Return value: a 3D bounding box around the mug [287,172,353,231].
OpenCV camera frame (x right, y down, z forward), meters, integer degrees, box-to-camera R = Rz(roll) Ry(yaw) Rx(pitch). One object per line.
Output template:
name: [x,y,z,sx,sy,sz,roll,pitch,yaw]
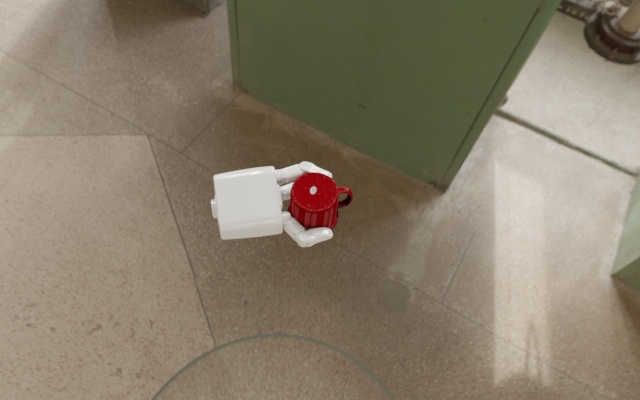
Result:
mug: [0.002,0.002,0.826,0.117,0.093,0.081,-9,-30,-9]
